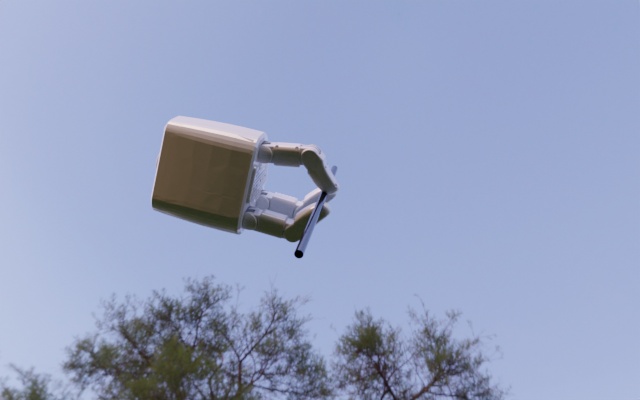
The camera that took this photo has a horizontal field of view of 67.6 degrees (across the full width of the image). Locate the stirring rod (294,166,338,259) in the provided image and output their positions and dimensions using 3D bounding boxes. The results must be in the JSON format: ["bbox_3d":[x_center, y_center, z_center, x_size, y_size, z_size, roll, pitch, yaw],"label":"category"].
[{"bbox_3d":[0.000,0.002,0.508,0.011,0.011,0.239,0,21,9],"label":"stirring rod"}]
